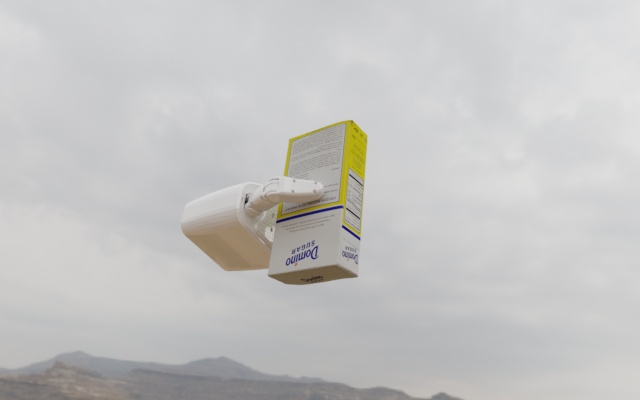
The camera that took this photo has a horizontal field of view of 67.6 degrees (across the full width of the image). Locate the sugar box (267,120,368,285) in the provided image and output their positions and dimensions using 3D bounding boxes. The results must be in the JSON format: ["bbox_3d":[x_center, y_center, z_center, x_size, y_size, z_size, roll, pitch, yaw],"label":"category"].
[{"bbox_3d":[0.000,0.002,0.528,0.093,0.176,0.048,-13,-31,34],"label":"sugar box"}]
